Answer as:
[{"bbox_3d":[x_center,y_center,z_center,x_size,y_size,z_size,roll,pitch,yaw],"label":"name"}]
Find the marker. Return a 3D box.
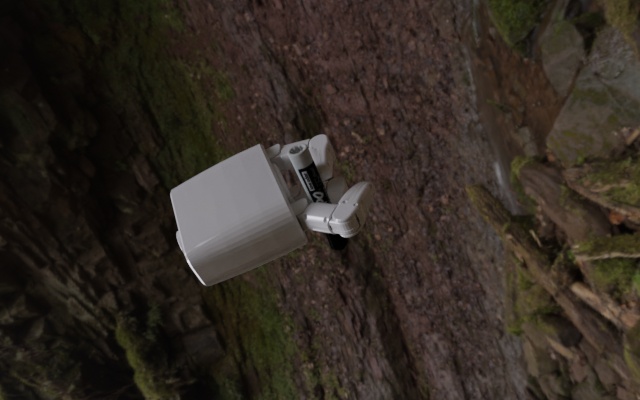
[{"bbox_3d":[0.000,0.001,0.448,0.020,0.121,0.020,-16,35,11],"label":"marker"}]
